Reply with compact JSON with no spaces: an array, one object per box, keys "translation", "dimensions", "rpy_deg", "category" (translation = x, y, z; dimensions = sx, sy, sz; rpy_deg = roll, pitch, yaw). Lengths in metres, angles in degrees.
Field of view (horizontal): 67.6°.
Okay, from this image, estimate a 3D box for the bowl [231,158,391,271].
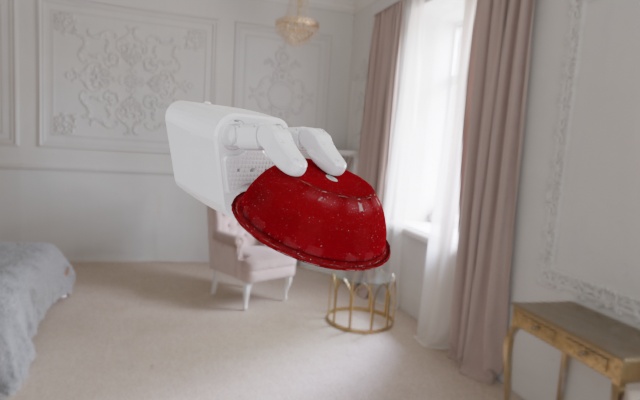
[{"translation":[0.001,0.002,0.459],"dimensions":[0.162,0.055,0.162],"rpy_deg":[17,20,-6],"category":"bowl"}]
